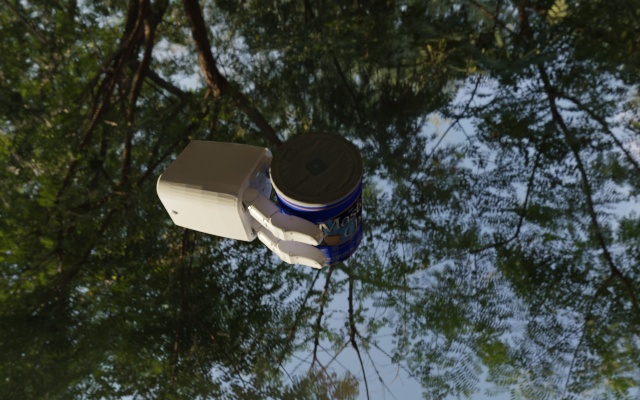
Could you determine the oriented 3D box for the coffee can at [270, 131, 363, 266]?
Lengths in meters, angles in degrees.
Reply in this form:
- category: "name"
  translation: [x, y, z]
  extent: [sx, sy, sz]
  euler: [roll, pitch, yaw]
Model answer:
- category: "coffee can"
  translation: [0.000, 0.002, 0.577]
  extent: [0.103, 0.102, 0.140]
  euler: [0, -35, 5]
